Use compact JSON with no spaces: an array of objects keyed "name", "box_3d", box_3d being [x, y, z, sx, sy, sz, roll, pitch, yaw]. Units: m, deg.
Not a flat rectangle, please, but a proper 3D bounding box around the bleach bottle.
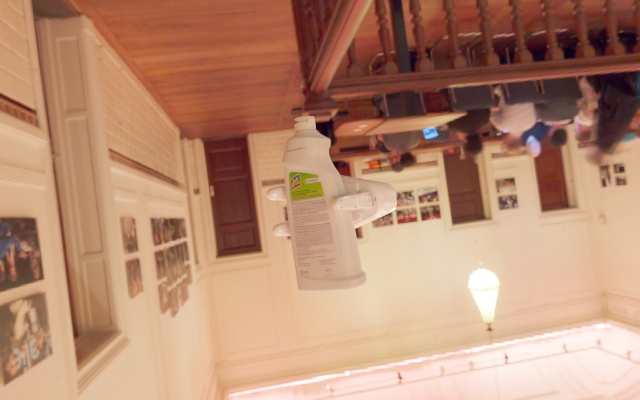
[{"name":"bleach bottle","box_3d":[0.000,0.002,0.696,0.102,0.251,0.068,-8,-1,24]}]
